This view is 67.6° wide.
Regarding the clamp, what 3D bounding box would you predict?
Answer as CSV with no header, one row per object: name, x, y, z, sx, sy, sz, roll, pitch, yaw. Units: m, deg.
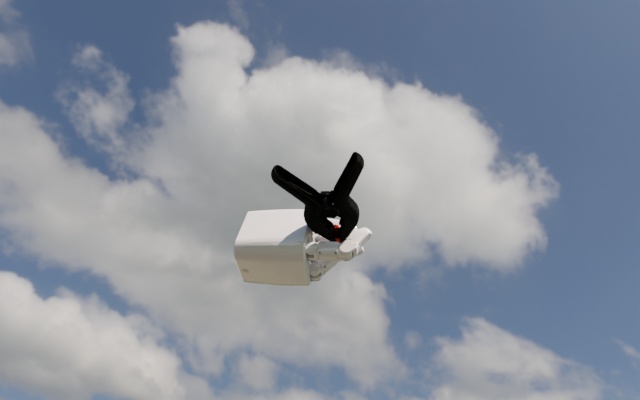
clamp,0.000,0.002,0.661,0.120,0.039,0.172,2,-44,7
